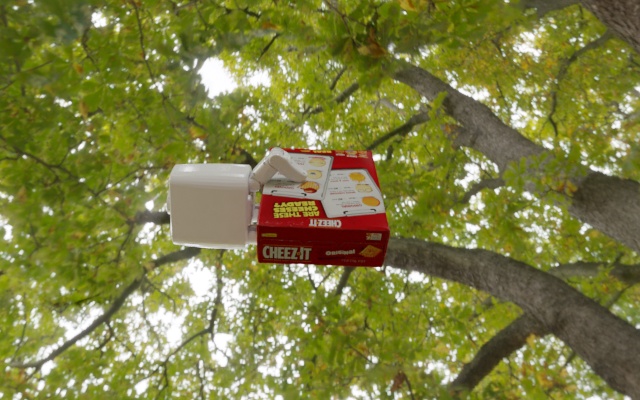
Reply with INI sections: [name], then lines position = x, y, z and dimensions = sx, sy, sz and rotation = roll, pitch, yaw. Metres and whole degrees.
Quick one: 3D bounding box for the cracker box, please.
[cracker box]
position = 0.000, 0.002, 0.678
dimensions = 0.164, 0.072, 0.213
rotation = 2, 33, -2
